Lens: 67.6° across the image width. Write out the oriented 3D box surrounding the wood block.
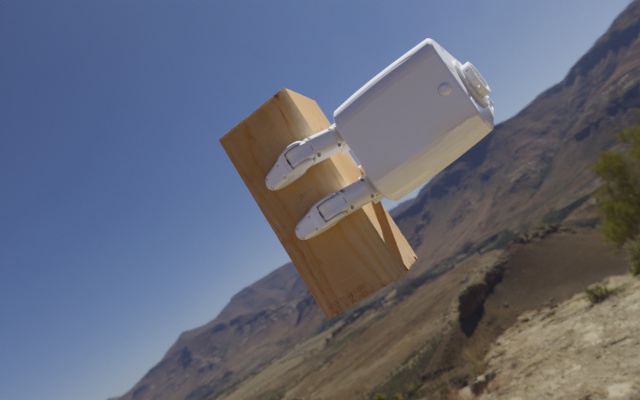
[{"bbox_3d":[0.000,0.001,0.488,0.090,0.206,0.091,-35,-9,18],"label":"wood block"}]
